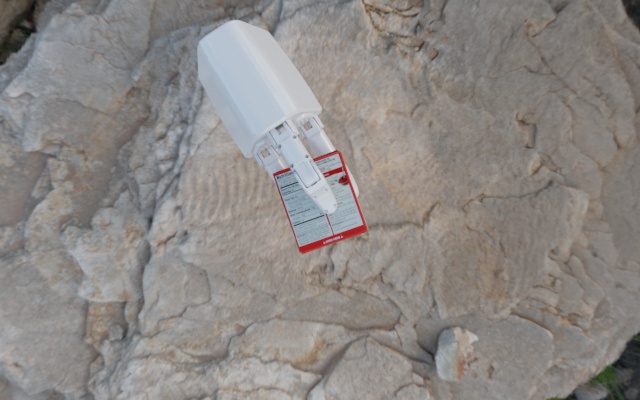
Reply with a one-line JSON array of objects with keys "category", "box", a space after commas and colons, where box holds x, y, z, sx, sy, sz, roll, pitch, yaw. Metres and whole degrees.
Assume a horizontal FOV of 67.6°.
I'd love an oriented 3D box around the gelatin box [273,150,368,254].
[{"category": "gelatin box", "box": [0.000, 0.002, 0.490, 0.073, 0.089, 0.030, -20, -2, 2]}]
